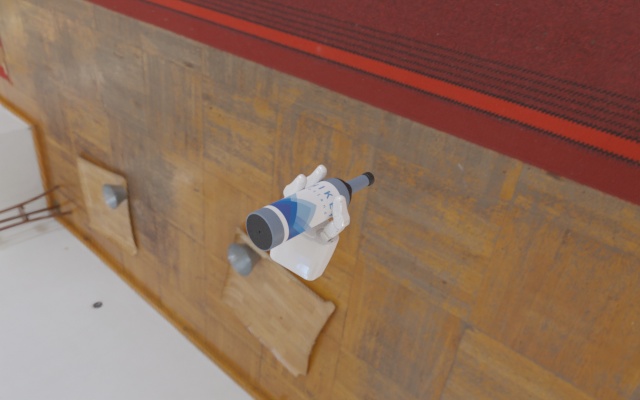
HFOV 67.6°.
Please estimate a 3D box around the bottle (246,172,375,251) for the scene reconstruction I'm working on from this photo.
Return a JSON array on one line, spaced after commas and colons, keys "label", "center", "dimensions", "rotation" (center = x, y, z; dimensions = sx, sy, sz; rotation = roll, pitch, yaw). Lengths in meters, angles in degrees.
[{"label": "bottle", "center": [0.000, 0.003, 0.857], "dimensions": [0.069, 0.069, 0.295], "rotation": [0, 19, 45]}]
